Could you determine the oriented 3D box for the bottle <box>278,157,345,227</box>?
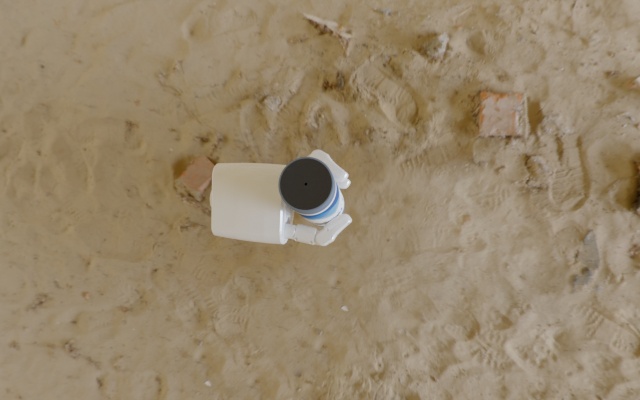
[{"bbox_3d":[0.000,0.002,0.703,0.069,0.069,0.296,0,-8,7],"label":"bottle"}]
